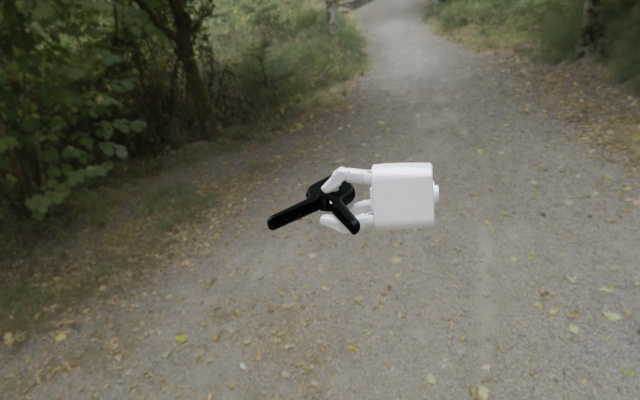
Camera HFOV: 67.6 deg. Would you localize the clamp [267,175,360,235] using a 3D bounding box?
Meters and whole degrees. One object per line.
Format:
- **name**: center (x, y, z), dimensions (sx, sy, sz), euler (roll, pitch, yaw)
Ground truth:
- **clamp**: center (0.000, 0.002, 0.886), dimensions (0.164, 0.036, 0.210), euler (0, 27, 11)
